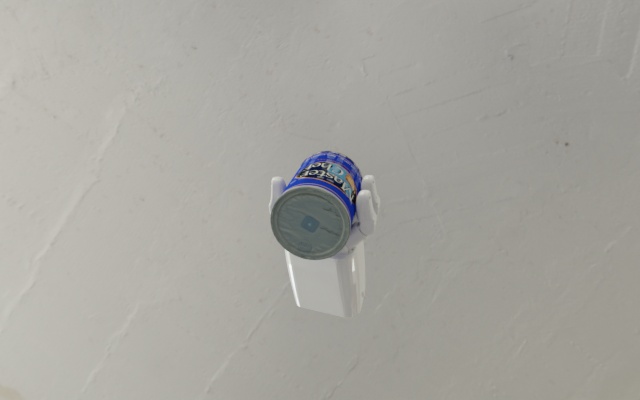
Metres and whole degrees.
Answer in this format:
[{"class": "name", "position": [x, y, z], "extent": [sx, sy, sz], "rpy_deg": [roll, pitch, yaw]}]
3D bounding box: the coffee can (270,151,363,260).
[{"class": "coffee can", "position": [0.000, 0.002, 0.655], "extent": [0.103, 0.103, 0.140], "rpy_deg": [0, 24, 13]}]
